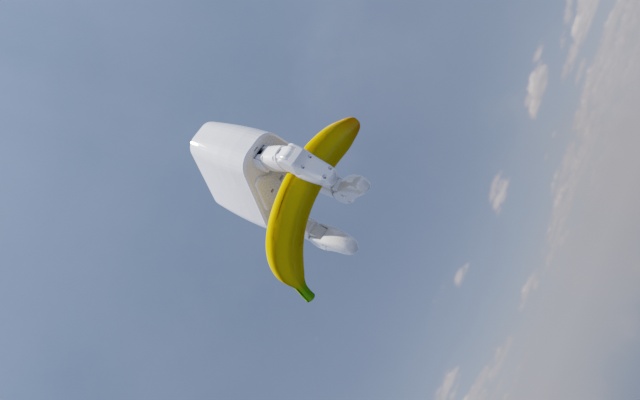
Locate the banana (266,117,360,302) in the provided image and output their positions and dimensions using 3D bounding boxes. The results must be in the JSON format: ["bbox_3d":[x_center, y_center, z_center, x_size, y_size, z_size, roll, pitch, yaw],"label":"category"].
[{"bbox_3d":[-0.014,0.001,0.484,0.070,0.198,0.037,18,-2,-43],"label":"banana"}]
